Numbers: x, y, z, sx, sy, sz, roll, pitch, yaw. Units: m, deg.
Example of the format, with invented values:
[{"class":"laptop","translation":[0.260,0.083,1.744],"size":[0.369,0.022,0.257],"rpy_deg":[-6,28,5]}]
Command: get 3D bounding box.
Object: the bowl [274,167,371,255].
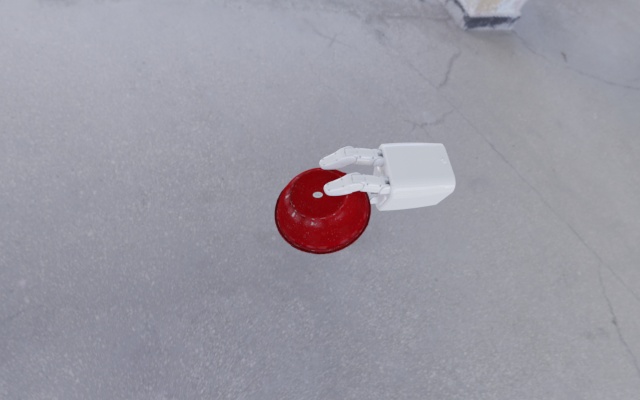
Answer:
[{"class":"bowl","translation":[-0.001,0.003,0.767],"size":[0.162,0.162,0.055],"rpy_deg":[0,-30,8]}]
